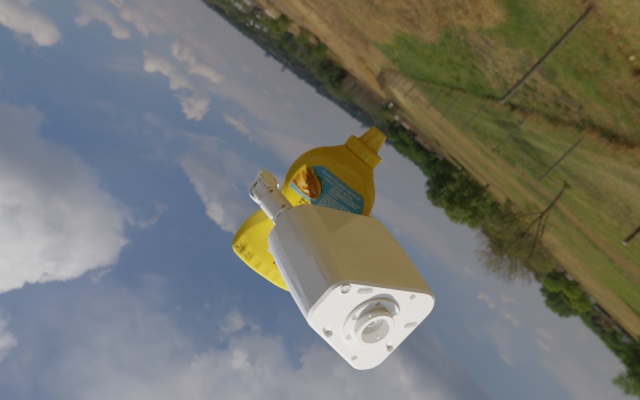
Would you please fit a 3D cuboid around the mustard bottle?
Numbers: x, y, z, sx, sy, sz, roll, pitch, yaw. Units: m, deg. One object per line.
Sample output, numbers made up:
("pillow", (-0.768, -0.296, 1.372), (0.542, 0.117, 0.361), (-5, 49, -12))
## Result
("mustard bottle", (0.000, 0.002, 0.502), (0.096, 0.191, 0.058), (38, 12, -12))
